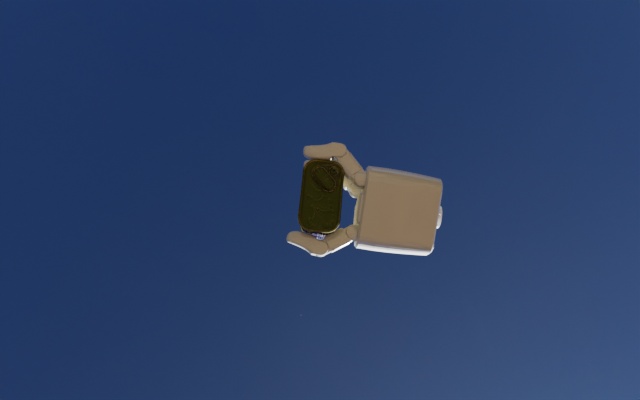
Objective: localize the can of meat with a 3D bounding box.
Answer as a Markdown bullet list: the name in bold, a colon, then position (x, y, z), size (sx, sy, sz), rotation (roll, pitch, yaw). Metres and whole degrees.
- **can of meat**: position (0.000, 0.002, 0.684), size (0.057, 0.102, 0.084), rotation (5, -14, 0)
